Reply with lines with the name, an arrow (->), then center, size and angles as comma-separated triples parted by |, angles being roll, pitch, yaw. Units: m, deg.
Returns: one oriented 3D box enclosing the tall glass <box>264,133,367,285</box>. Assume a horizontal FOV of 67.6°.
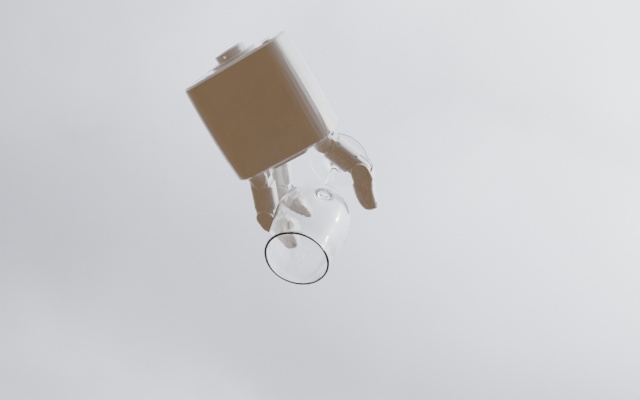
tall glass -> 0.000, 0.001, 0.517 | 0.079, 0.079, 0.201 | 0, 32, 15
